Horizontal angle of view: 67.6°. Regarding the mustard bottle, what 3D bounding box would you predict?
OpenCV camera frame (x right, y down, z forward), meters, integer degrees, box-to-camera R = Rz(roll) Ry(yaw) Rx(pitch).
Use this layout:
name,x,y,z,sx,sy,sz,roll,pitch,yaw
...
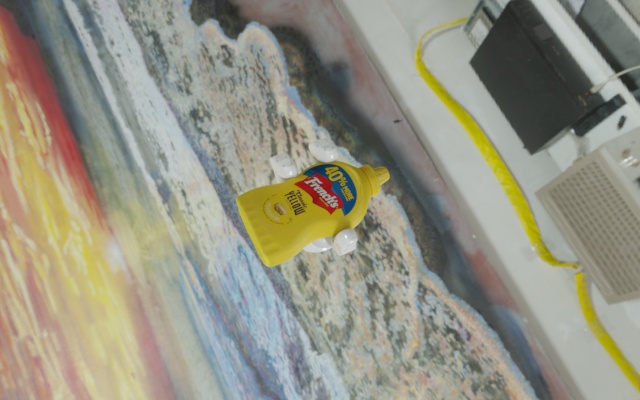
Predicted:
name,x,y,z,sx,sy,sz,roll,pitch,yaw
mustard bottle,0.000,0.002,0.596,0.191,0.096,0.058,-24,-28,-13
